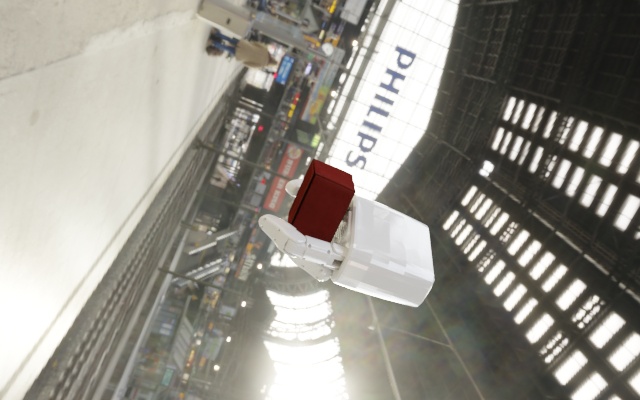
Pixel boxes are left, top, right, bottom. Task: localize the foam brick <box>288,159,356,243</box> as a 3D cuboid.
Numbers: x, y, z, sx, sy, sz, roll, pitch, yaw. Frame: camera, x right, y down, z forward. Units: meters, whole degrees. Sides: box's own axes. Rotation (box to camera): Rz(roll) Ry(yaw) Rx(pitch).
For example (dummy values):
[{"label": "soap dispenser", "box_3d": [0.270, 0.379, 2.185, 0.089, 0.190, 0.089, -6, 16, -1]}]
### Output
[{"label": "foam brick", "box_3d": [0.000, 0.002, 0.540, 0.051, 0.078, 0.053, 21, 23, -10]}]
